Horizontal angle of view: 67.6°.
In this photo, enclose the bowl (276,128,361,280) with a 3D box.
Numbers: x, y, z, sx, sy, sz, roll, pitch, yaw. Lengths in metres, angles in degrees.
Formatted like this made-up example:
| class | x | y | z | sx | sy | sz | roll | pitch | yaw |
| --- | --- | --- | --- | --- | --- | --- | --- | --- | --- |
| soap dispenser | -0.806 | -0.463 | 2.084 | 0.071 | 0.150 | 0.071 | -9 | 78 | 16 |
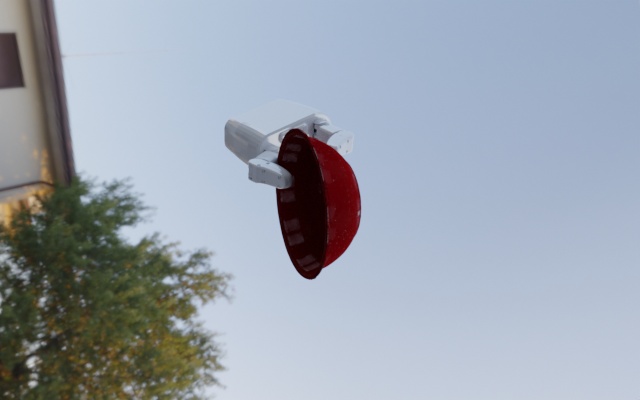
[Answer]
| class | x | y | z | sx | sy | sz | roll | pitch | yaw |
| --- | --- | --- | --- | --- | --- | --- | --- | --- | --- |
| bowl | 0.001 | 0.002 | 0.518 | 0.055 | 0.162 | 0.162 | -6 | 2 | -21 |
